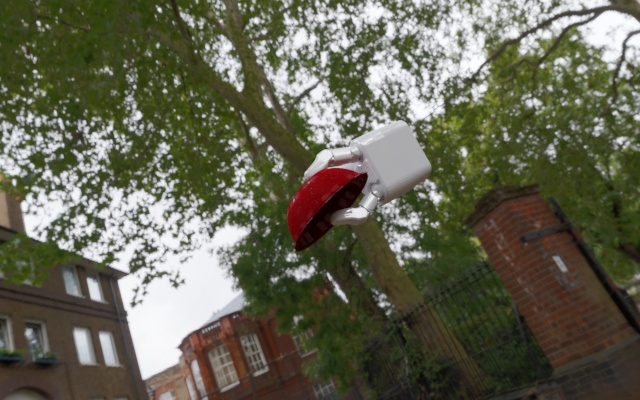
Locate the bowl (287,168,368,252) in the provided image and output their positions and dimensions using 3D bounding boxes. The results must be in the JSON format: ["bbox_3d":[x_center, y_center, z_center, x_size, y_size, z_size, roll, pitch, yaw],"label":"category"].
[{"bbox_3d":[-0.001,0.003,0.740,0.055,0.162,0.162,42,12,13],"label":"bowl"}]
